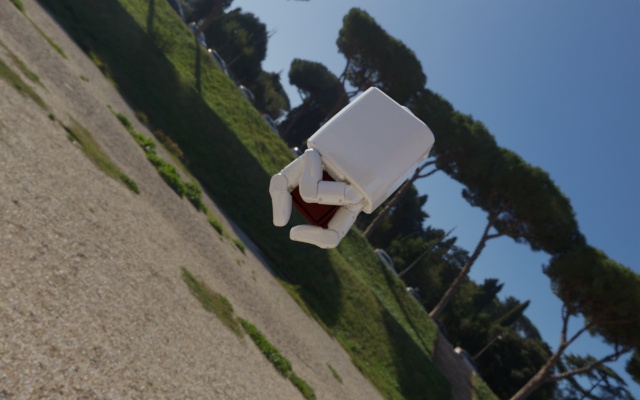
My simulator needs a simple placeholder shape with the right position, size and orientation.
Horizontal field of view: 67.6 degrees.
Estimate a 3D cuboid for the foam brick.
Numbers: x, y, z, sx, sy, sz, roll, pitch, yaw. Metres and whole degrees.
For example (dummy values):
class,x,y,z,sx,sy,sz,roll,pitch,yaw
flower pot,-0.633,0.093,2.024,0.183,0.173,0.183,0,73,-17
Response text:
class,x,y,z,sx,sy,sz,roll,pitch,yaw
foam brick,0.000,0.002,0.601,0.051,0.053,0.078,-43,-11,-6
